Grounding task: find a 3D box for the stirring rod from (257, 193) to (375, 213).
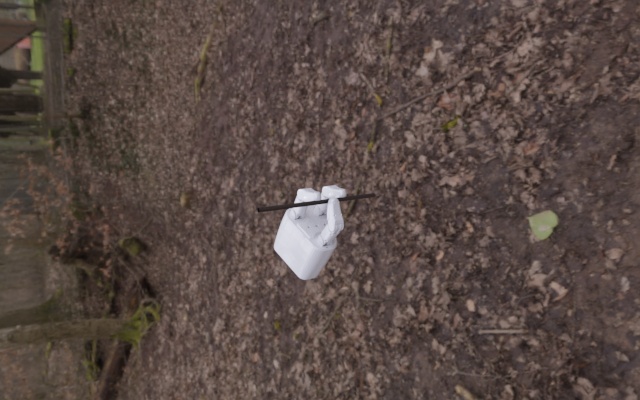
[{"bbox_3d":[0.000,0.003,0.845,0.239,0.011,0.011,-7,4,-31],"label":"stirring rod"}]
